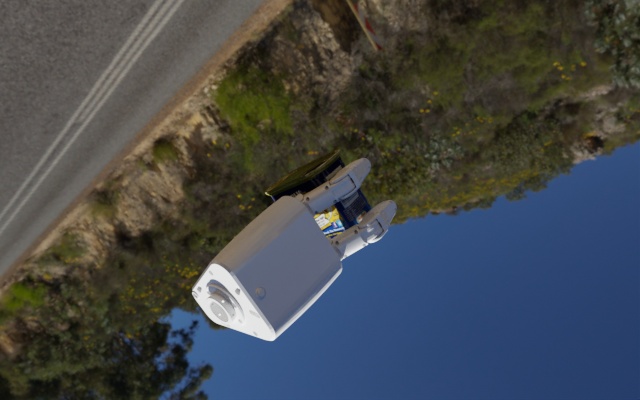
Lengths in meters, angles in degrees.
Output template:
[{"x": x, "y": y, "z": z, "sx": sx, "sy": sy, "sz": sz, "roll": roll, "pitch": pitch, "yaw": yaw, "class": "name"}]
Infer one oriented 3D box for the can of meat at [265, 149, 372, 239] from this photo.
[{"x": 0.000, "y": 0.002, "z": 0.537, "sx": 0.102, "sy": 0.084, "sz": 0.057, "roll": -21, "pitch": 16, "yaw": 46, "class": "can of meat"}]
